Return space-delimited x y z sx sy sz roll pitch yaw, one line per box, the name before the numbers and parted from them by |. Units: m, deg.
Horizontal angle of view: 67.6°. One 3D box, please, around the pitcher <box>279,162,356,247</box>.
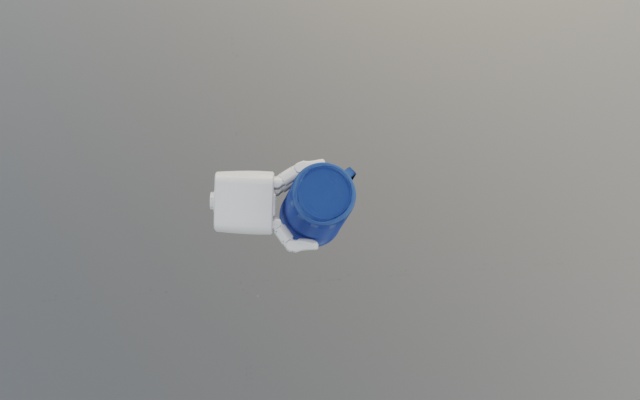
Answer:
pitcher | 0.000 0.003 0.893 0.145 0.149 0.243 2 -11 -7
